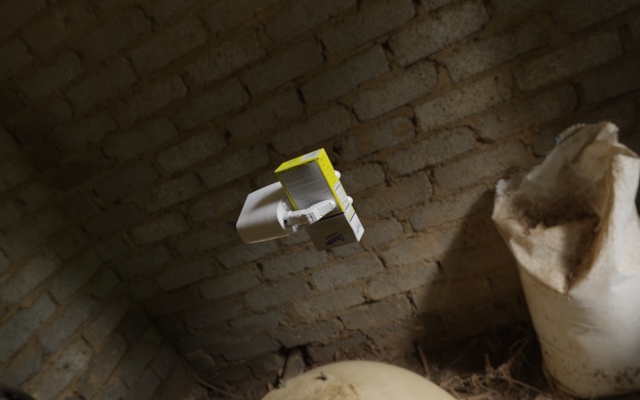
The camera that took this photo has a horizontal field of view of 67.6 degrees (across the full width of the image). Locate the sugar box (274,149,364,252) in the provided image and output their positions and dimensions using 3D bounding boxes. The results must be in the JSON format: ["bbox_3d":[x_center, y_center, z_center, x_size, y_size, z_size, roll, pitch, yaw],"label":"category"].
[{"bbox_3d":[0.000,0.003,0.868,0.093,0.176,0.048,-17,23,28],"label":"sugar box"}]
